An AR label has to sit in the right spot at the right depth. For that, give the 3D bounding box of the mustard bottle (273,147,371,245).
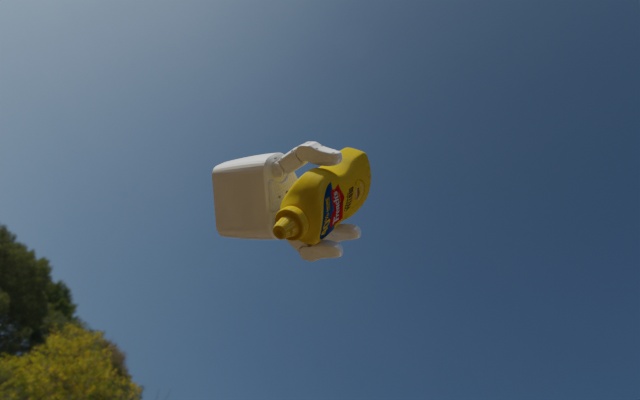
[{"bbox_3d":[0.001,0.002,0.613,0.058,0.096,0.191,21,31,24],"label":"mustard bottle"}]
